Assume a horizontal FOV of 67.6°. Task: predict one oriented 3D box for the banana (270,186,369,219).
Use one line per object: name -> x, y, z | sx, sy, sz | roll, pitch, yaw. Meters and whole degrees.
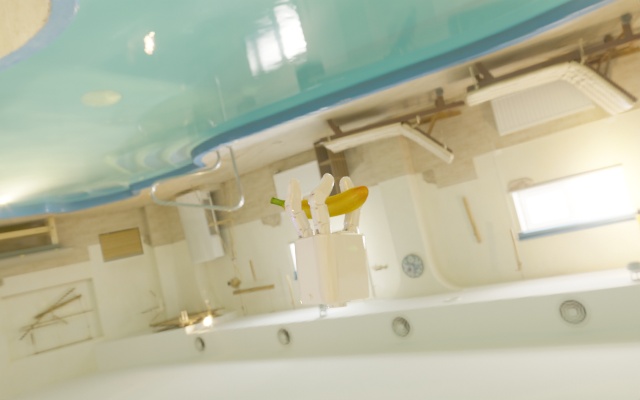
banana -> 0.008, 0.007, 0.806 | 0.198, 0.037, 0.070 | -9, -18, 35
